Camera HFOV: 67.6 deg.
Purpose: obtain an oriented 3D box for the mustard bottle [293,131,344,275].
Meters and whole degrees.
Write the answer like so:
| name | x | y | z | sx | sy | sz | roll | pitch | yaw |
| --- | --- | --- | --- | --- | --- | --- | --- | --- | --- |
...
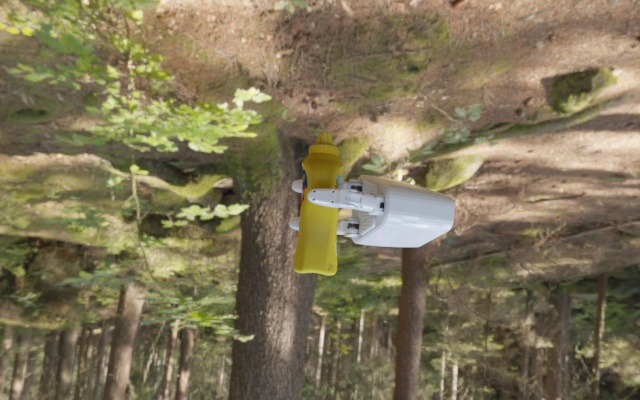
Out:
| name | x | y | z | sx | sy | sz | roll | pitch | yaw |
| --- | --- | --- | --- | --- | --- | --- | --- | --- | --- |
| mustard bottle | 0.000 | 0.002 | 0.643 | 0.058 | 0.191 | 0.096 | 4 | -7 | 3 |
